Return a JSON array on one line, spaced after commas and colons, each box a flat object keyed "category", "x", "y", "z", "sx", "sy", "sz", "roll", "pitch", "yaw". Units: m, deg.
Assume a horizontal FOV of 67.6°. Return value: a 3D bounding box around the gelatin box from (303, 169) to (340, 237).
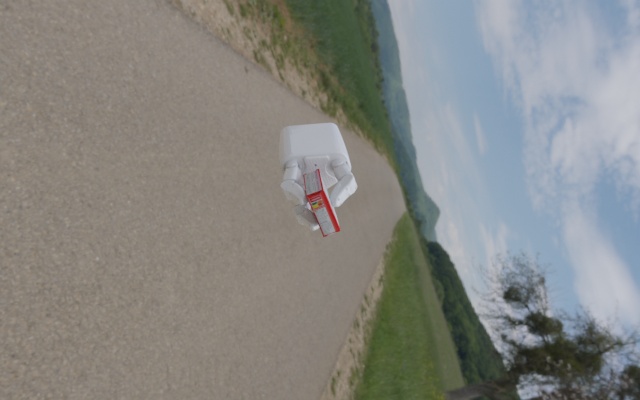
[{"category": "gelatin box", "x": 0.001, "y": 0.002, "z": 0.727, "sx": 0.030, "sy": 0.073, "sz": 0.089, "roll": -21, "pitch": 25, "yaw": 4}]
